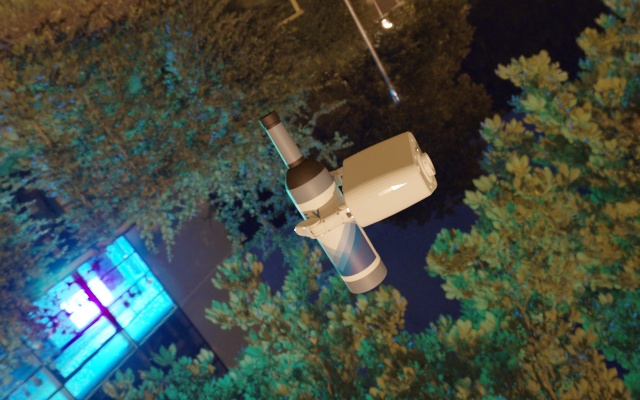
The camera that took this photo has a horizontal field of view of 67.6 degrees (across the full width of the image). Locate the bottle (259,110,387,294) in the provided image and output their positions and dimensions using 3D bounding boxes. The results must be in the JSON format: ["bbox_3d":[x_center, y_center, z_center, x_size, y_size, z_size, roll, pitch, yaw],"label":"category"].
[{"bbox_3d":[0.000,0.003,0.701,0.069,0.296,0.069,-29,16,9],"label":"bottle"}]
